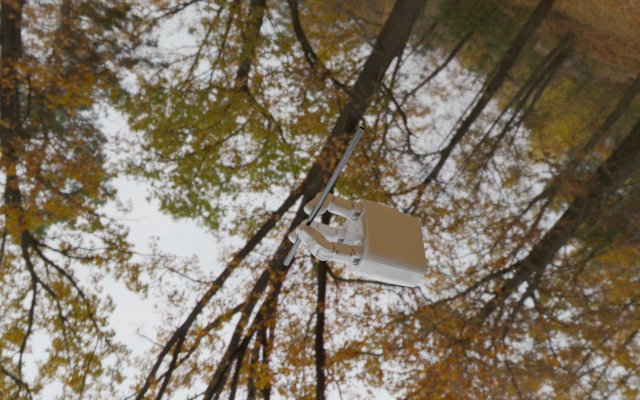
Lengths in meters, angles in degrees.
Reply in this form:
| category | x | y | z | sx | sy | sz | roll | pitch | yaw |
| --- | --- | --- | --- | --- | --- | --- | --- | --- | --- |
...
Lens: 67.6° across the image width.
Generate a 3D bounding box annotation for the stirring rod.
| category | x | y | z | sx | sy | sz | roll | pitch | yaw |
| --- | --- | --- | --- | --- | --- | --- | --- | --- | --- |
| stirring rod | 0.000 | 0.002 | 0.650 | 0.011 | 0.240 | 0.011 | 22 | 30 | -13 |
